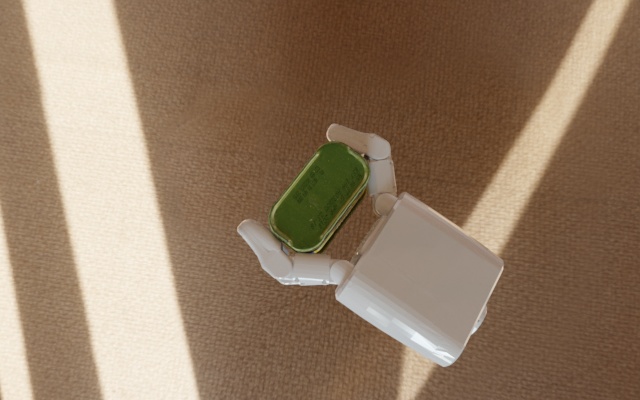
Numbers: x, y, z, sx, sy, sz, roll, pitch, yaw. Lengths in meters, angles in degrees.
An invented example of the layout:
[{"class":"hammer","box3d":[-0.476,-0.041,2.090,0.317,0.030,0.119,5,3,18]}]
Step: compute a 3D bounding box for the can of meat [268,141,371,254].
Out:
[{"class":"can of meat","box3d":[0.000,0.001,0.431,0.057,0.102,0.084,37,-6,6]}]
